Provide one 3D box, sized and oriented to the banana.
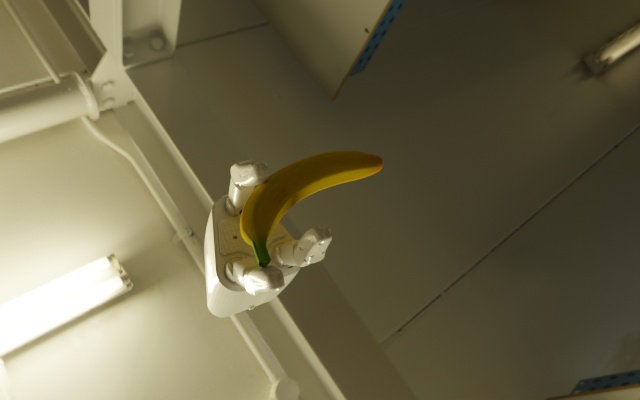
[{"bbox_3d":[-0.016,-0.009,0.481,0.197,0.069,0.037,-40,-13,-36],"label":"banana"}]
